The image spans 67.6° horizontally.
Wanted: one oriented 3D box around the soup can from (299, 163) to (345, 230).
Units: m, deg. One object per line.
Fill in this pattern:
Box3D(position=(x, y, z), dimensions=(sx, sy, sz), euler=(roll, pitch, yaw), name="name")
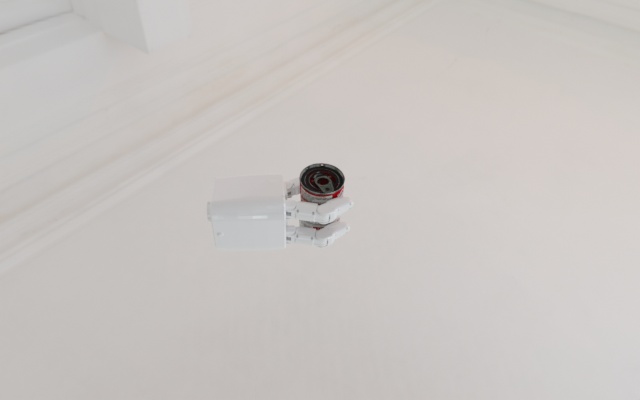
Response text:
Box3D(position=(0.001, 0.003, 0.741), dimensions=(0.068, 0.102, 0.068), euler=(2, 45, -2), name="soup can")
